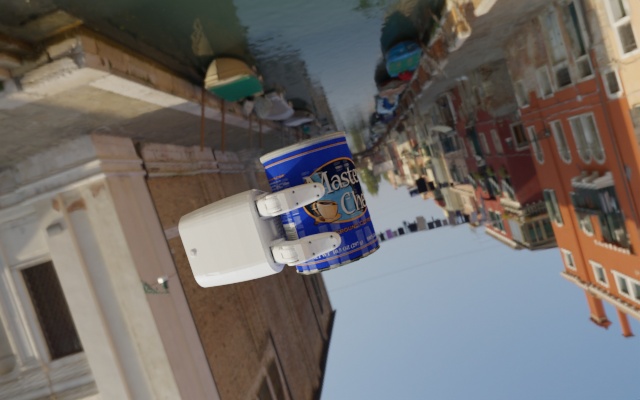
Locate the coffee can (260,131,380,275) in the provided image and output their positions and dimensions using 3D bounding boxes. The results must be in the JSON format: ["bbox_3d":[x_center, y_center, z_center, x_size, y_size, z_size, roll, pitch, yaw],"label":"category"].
[{"bbox_3d":[0.000,0.002,0.555,0.103,0.140,0.103,-18,3,1],"label":"coffee can"}]
